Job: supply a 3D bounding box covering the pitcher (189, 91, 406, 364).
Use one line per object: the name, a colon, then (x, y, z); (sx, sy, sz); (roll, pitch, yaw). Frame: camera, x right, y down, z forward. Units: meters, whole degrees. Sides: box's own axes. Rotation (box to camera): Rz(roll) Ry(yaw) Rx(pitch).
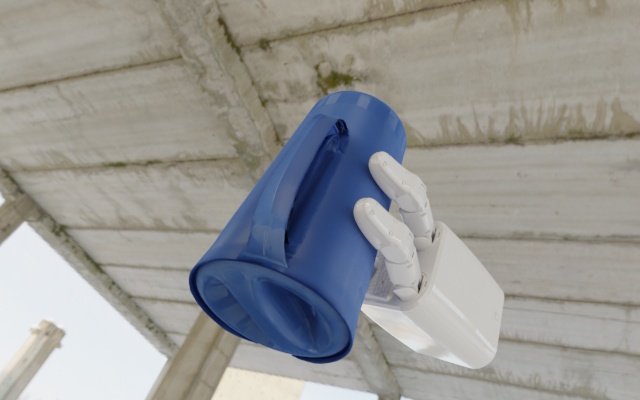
pitcher: (0.000, 0.002, 0.422); (0.145, 0.242, 0.149); (44, -43, -21)
